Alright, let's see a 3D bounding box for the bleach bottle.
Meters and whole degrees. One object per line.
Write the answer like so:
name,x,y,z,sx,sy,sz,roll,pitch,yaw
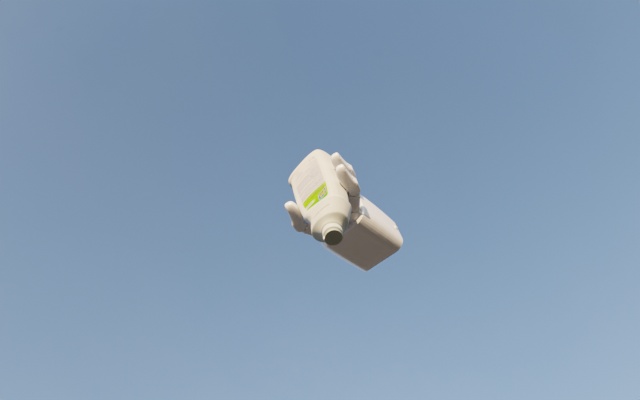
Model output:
bleach bottle,0.000,0.003,0.823,0.068,0.102,0.250,34,19,-22
